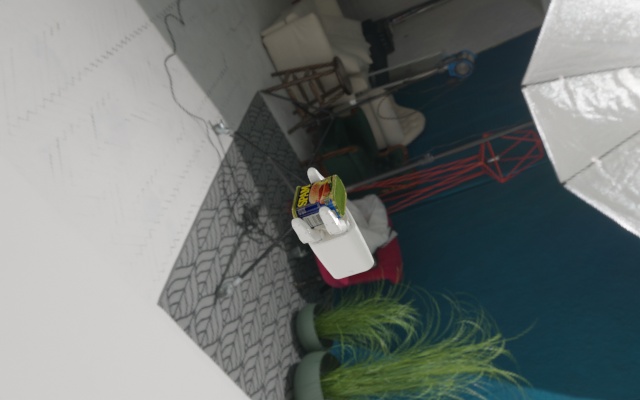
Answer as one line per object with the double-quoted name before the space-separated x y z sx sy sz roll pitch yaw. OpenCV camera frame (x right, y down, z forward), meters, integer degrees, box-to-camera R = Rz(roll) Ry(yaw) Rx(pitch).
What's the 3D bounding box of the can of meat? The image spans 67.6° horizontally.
"can of meat" 0.000 0.003 0.895 0.084 0.057 0.102 -19 30 18
